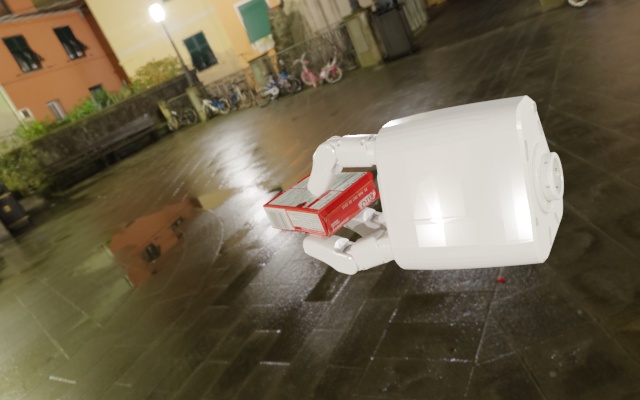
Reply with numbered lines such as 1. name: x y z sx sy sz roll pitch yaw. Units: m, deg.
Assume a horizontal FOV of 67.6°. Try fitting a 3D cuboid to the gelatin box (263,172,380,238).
1. gelatin box: 0.000 0.001 0.459 0.073 0.030 0.089 -37 26 -33
